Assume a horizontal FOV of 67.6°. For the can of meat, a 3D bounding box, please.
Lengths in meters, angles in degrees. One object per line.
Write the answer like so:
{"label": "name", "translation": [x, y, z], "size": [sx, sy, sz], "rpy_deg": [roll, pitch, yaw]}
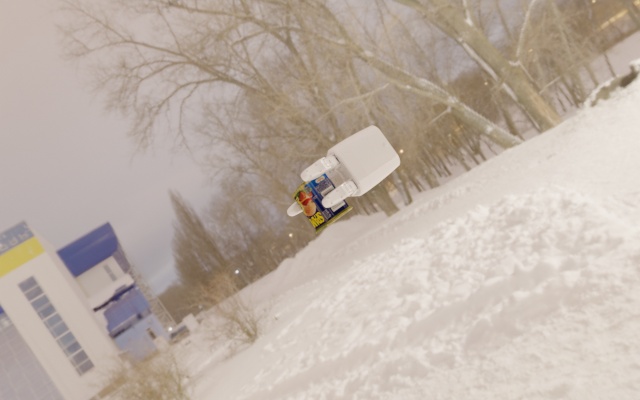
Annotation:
{"label": "can of meat", "translation": [0.000, 0.003, 0.839], "size": [0.057, 0.084, 0.102], "rpy_deg": [-34, -2, -20]}
